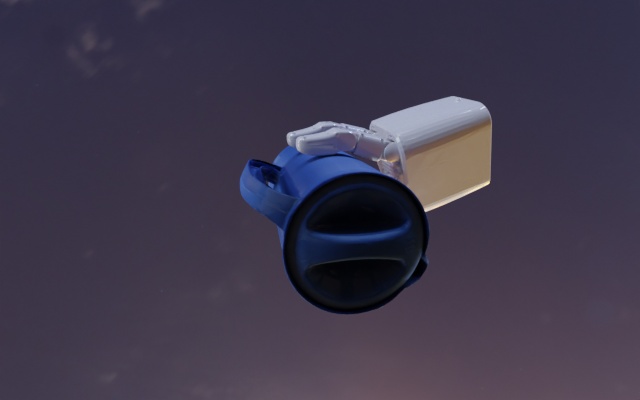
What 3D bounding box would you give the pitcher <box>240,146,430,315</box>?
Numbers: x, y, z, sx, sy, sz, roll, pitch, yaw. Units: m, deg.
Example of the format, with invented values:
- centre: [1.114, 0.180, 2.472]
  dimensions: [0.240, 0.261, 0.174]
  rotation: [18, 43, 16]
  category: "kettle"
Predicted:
- centre: [0.000, 0.002, 0.516]
  dimensions: [0.145, 0.149, 0.242]
  rotation: [-21, 21, -6]
  category: "pitcher"
